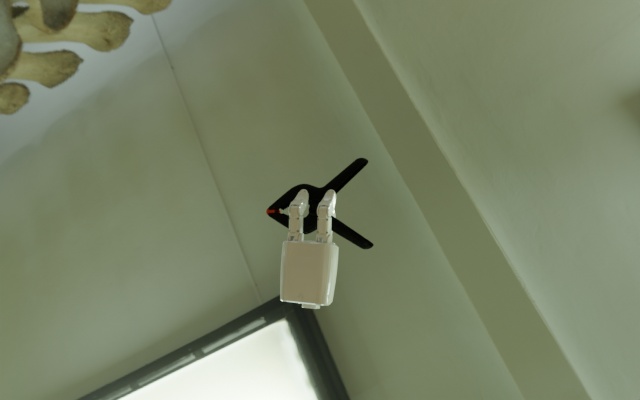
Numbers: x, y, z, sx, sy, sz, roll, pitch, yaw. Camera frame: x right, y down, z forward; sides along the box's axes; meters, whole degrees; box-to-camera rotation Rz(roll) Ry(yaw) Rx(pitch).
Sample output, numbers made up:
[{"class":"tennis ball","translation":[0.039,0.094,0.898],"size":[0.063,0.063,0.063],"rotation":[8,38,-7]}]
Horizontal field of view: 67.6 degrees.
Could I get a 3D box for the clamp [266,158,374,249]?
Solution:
[{"class":"clamp","translation":[0.000,0.003,0.886],"size":[0.210,0.164,0.036],"rotation":[1,-8,21]}]
